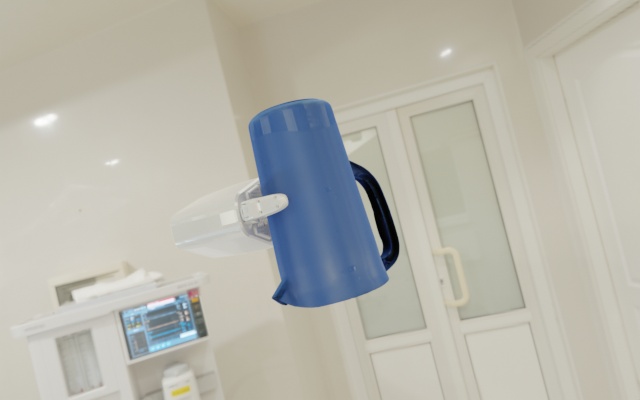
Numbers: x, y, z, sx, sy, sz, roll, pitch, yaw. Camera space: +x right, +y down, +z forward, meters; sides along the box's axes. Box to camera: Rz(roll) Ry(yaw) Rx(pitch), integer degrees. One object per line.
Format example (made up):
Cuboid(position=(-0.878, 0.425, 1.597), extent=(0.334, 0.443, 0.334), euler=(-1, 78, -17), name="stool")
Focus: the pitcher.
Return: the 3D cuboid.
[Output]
Cuboid(position=(0.000, 0.002, 0.601), extent=(0.145, 0.243, 0.149), euler=(-15, -2, 18), name="pitcher")
